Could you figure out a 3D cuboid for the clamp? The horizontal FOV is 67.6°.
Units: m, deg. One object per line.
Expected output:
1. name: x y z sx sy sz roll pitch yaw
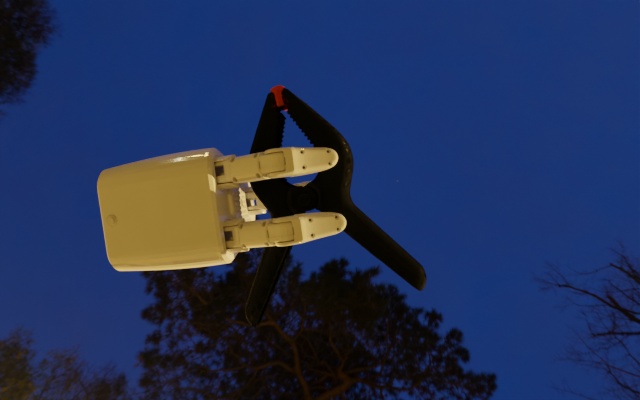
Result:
1. clamp: 0.000 0.001 0.423 0.164 0.210 0.036 -8 1 8
